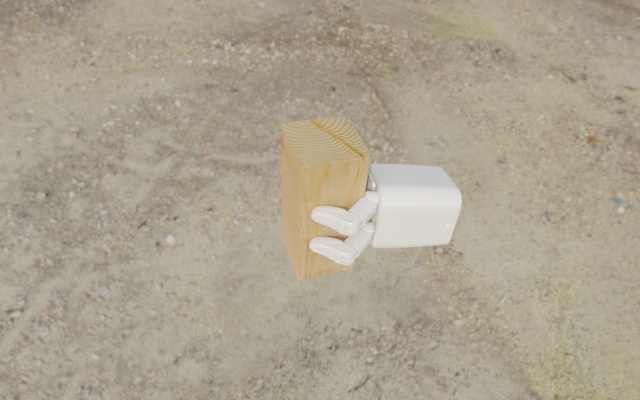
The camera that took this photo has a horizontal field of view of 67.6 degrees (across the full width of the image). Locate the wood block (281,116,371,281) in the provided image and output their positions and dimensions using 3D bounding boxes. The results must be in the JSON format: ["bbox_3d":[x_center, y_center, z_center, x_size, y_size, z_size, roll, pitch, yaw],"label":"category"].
[{"bbox_3d":[0.000,0.002,0.641,0.090,0.206,0.090,-10,44,-14],"label":"wood block"}]
